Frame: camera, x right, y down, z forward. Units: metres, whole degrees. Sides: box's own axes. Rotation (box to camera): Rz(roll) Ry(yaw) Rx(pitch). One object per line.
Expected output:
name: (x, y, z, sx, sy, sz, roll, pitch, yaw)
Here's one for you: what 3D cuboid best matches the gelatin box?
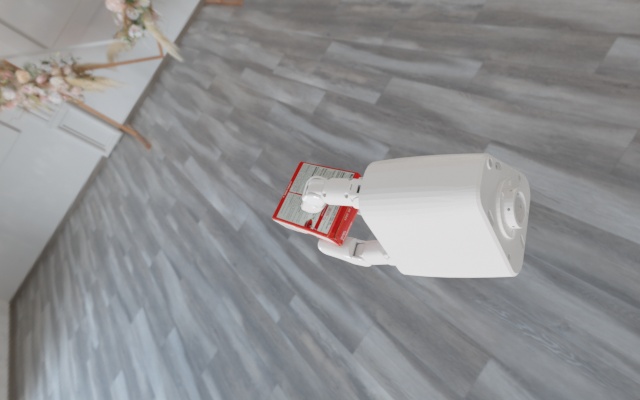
gelatin box: (0.000, 0.001, 0.507, 0.089, 0.073, 0.030, 15, -15, 42)
